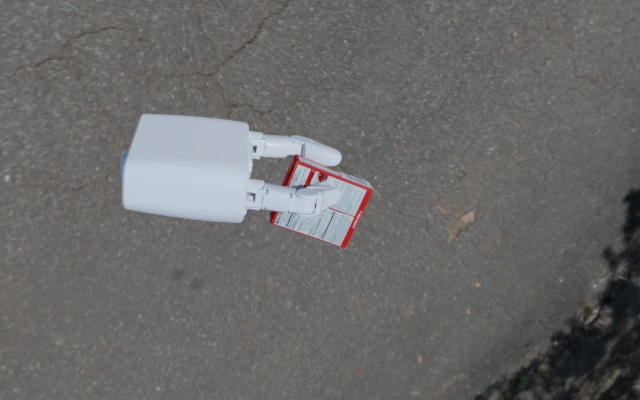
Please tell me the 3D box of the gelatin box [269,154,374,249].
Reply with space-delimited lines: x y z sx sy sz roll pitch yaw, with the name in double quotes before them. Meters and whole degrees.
"gelatin box" 0.000 0.002 0.500 0.089 0.073 0.030 20 17 -13
